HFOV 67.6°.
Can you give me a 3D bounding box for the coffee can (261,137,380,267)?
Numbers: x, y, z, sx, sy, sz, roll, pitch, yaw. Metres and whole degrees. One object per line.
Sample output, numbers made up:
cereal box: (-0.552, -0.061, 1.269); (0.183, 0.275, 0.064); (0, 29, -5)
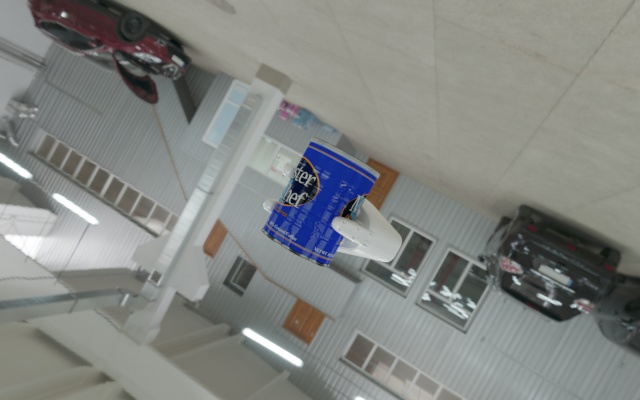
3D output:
coffee can: (0.000, 0.002, 0.632); (0.103, 0.140, 0.103); (29, 1, -1)
